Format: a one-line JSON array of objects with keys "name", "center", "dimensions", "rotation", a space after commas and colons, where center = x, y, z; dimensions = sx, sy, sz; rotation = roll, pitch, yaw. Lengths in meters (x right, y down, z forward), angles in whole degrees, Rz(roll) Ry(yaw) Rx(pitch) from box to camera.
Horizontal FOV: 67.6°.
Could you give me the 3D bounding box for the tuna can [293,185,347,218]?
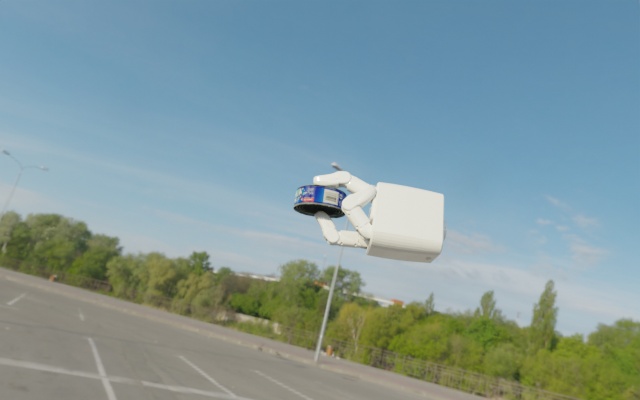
[{"name": "tuna can", "center": [0.000, 0.002, 0.783], "dimensions": [0.086, 0.033, 0.086], "rotation": [7, -15, 2]}]
